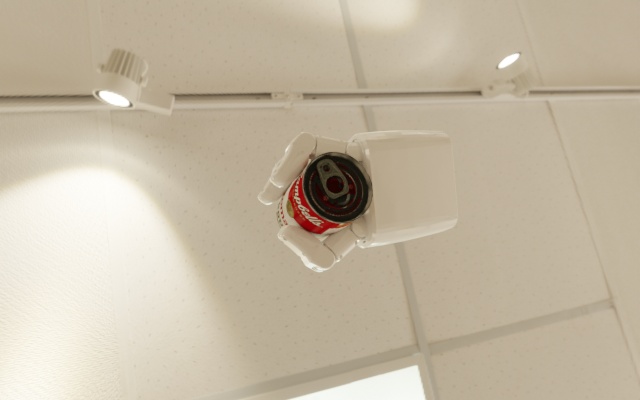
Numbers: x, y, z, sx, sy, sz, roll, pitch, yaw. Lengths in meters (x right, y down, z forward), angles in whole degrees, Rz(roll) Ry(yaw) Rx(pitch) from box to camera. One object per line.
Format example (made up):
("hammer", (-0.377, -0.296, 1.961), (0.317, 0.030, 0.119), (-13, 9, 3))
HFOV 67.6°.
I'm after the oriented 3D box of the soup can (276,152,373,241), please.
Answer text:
("soup can", (0.000, 0.002, 0.474), (0.068, 0.068, 0.102), (0, -16, -20))
